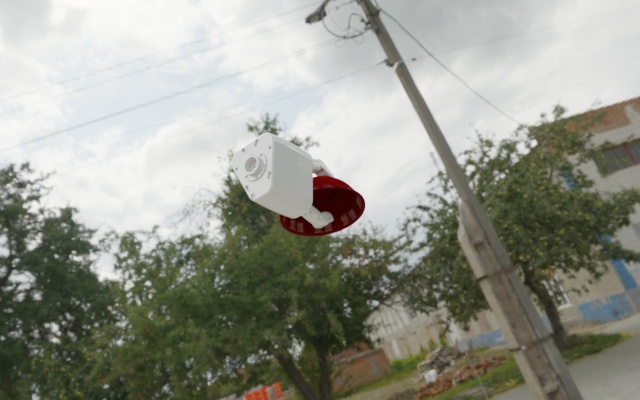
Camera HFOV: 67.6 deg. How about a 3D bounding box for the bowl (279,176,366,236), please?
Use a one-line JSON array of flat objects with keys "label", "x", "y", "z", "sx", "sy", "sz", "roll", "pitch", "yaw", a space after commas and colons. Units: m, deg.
[{"label": "bowl", "x": 0.001, "y": 0.003, "z": 0.894, "sx": 0.162, "sy": 0.055, "sz": 0.162, "roll": -8, "pitch": -35, "yaw": -6}]
